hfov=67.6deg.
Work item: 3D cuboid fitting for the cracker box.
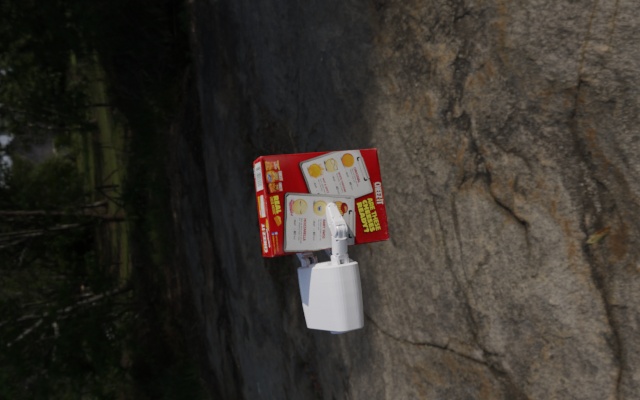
[{"bbox_3d":[0.000,0.003,0.819,0.213,0.164,0.072,-6,-3,-22],"label":"cracker box"}]
